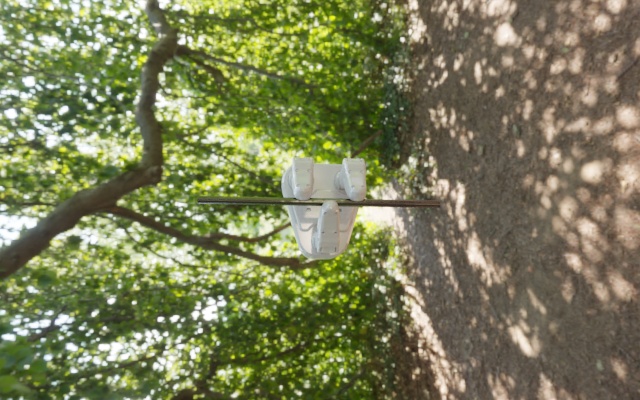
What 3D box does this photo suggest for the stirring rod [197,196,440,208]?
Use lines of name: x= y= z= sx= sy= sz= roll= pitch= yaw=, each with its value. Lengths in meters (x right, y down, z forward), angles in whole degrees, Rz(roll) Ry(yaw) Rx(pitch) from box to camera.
stirring rod: x=0.000 y=0.002 z=0.476 sx=0.239 sy=0.011 sz=0.011 roll=1 pitch=0 yaw=-4
